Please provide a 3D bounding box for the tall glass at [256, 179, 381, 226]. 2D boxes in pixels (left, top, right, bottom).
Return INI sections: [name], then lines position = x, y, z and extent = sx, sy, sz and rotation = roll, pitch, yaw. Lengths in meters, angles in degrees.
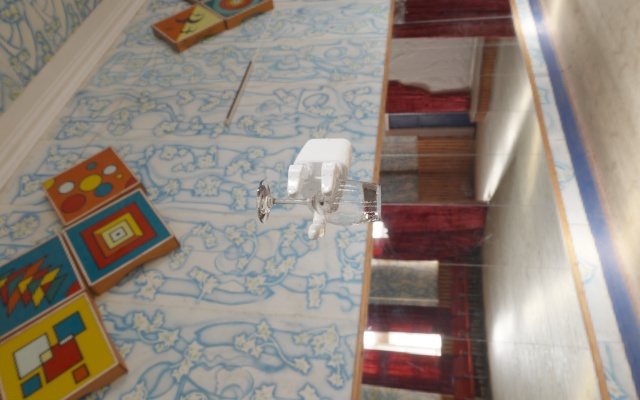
[tall glass]
position = -0.001, 0.003, 0.799
extent = 0.201, 0.079, 0.079
rotation = 1, 0, 11
